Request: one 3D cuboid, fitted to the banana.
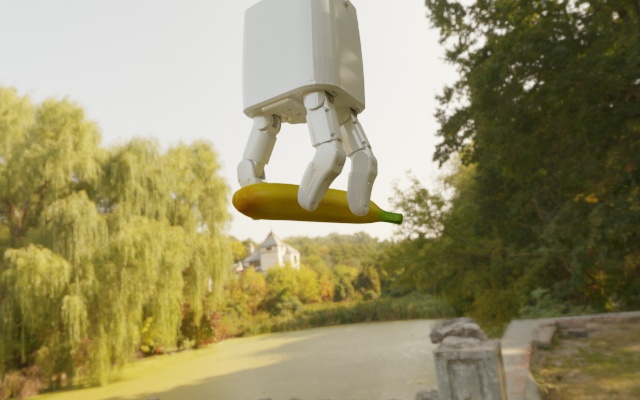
[{"bbox_3d":[-0.009,0.003,0.462,0.198,0.037,0.069,5,-6,-39],"label":"banana"}]
